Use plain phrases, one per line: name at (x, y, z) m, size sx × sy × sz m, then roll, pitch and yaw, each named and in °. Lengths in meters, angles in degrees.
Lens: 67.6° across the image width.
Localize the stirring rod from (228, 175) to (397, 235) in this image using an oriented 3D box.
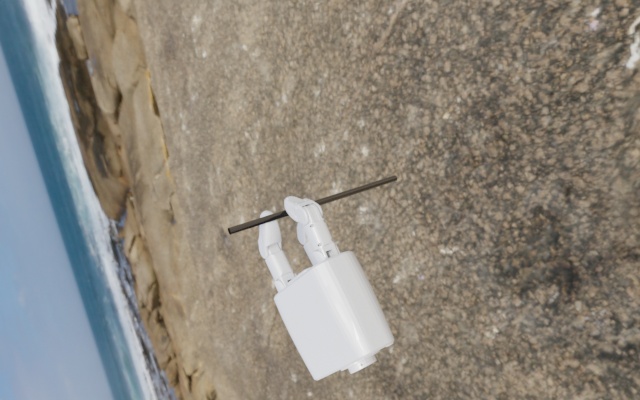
stirring rod at (0.000, 0.002, 0.583) m, size 0.239 × 0.011 × 0.011 m, roll -18°, pitch 9°, yaw -29°
